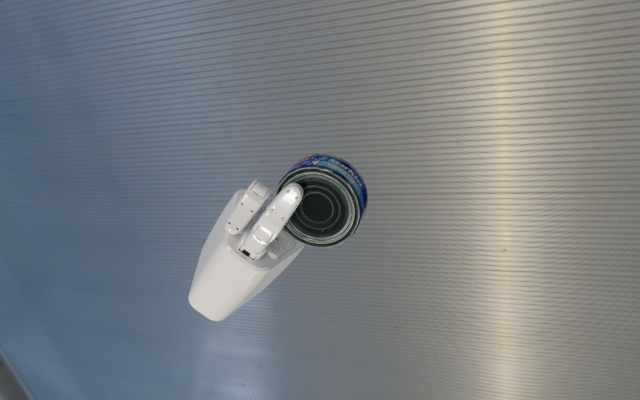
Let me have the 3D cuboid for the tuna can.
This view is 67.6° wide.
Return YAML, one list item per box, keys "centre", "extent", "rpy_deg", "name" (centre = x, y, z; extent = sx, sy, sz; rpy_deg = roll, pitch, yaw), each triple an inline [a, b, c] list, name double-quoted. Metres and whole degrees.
- centre: [0.000, 0.002, 0.455]
  extent: [0.086, 0.086, 0.033]
  rpy_deg: [0, 24, 17]
  name: "tuna can"
